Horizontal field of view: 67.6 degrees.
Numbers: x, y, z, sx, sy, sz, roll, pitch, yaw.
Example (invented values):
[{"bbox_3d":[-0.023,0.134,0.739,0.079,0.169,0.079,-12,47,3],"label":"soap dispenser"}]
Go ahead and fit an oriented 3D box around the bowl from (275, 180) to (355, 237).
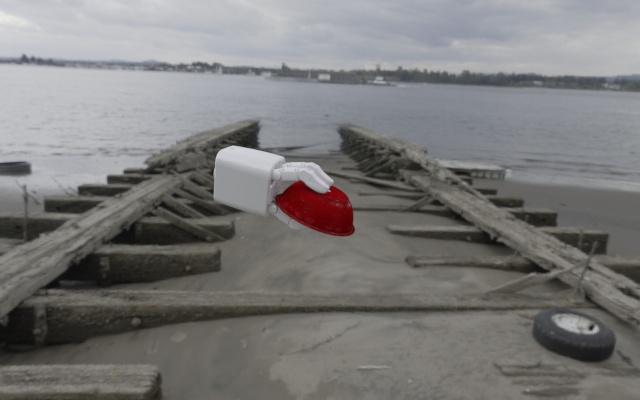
[{"bbox_3d":[0.002,0.003,0.887,0.162,0.055,0.162,22,17,-7],"label":"bowl"}]
